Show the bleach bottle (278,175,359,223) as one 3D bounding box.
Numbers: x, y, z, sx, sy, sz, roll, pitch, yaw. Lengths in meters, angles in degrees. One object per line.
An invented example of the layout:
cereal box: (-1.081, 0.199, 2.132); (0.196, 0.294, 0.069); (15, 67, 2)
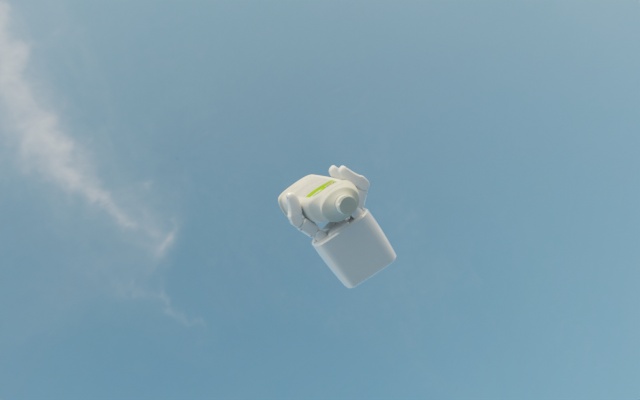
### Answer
bleach bottle: (0.000, 0.003, 0.842); (0.102, 0.068, 0.251); (-38, 14, -10)
